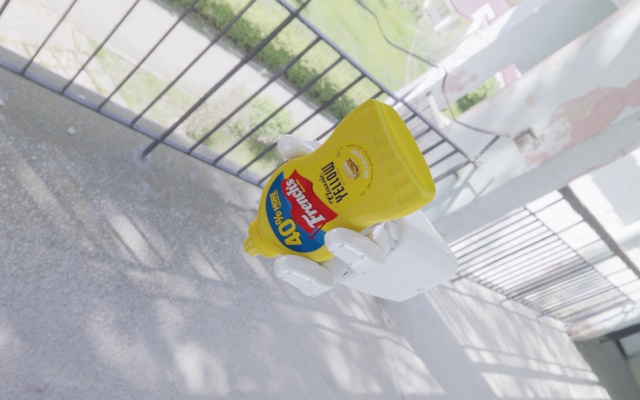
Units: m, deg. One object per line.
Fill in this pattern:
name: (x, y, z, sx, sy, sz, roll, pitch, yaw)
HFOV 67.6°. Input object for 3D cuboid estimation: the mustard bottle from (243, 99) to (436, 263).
mustard bottle: (0.000, 0.001, 0.427, 0.192, 0.096, 0.058, -33, -17, 29)
